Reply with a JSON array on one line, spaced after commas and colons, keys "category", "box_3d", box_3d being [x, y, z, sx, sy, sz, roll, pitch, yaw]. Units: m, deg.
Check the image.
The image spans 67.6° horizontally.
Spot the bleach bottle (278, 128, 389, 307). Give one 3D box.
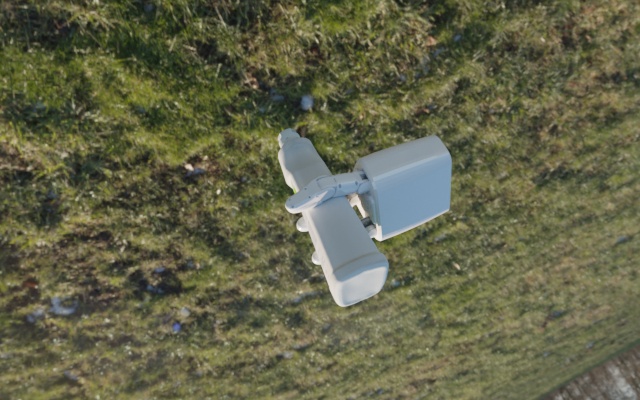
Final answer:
[{"category": "bleach bottle", "box_3d": [0.000, 0.002, 0.605, 0.068, 0.250, 0.103, -21, -30, -10]}]
